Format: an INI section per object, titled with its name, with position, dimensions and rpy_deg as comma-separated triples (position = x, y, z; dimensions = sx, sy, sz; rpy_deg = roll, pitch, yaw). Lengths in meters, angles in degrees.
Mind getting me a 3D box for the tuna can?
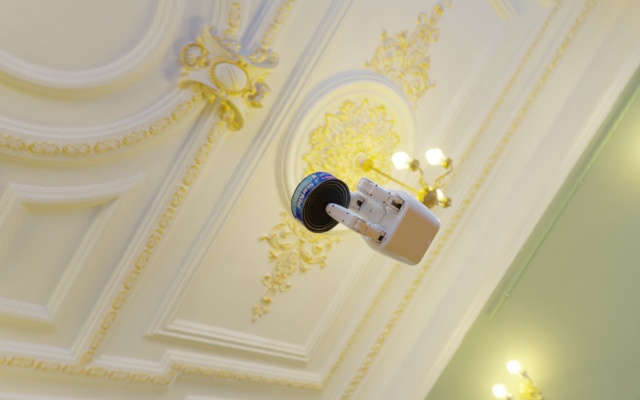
[tuna can]
position = 0.000, 0.002, 0.689
dimensions = 0.086, 0.086, 0.033
rpy_deg = 0, 24, -40
